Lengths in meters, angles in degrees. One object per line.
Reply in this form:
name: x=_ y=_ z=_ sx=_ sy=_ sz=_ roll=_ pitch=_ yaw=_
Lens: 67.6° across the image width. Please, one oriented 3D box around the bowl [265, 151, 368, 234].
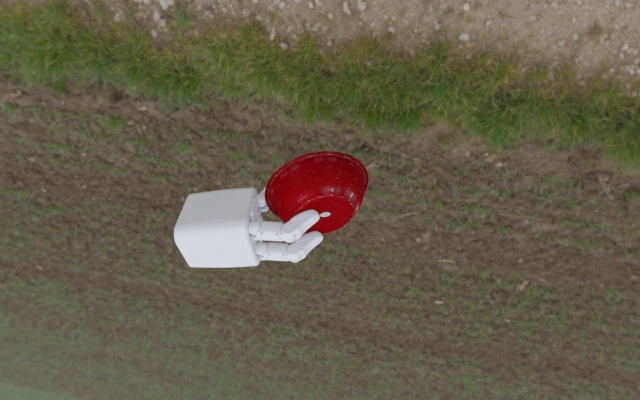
bowl: x=0.001 y=0.002 z=0.711 sx=0.162 sy=0.055 sz=0.162 roll=-9 pitch=-38 yaw=-8
